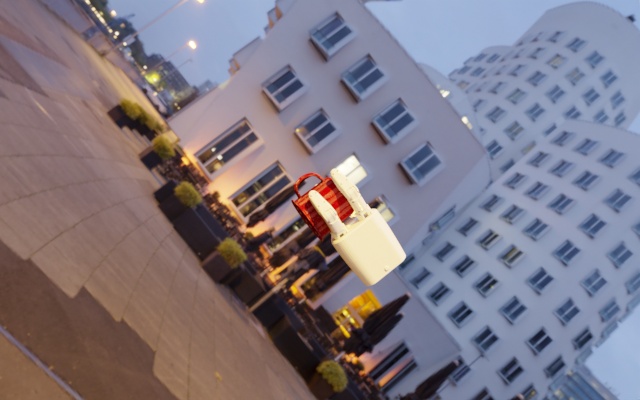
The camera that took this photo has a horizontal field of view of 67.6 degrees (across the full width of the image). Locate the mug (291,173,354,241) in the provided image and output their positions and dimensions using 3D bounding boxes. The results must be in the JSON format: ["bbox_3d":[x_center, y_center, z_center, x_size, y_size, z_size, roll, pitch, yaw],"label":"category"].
[{"bbox_3d":[-0.001,0.002,0.858,0.081,0.117,0.093,-37,13,-7],"label":"mug"}]
